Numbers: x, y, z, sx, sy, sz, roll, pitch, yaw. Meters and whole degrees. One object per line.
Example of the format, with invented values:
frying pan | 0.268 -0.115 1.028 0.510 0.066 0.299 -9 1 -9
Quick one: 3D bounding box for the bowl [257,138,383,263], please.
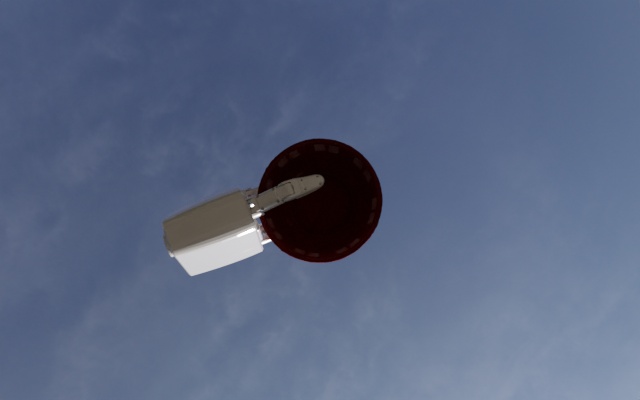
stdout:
bowl | 0.001 0.002 0.636 0.162 0.162 0.055 0 -7 4
